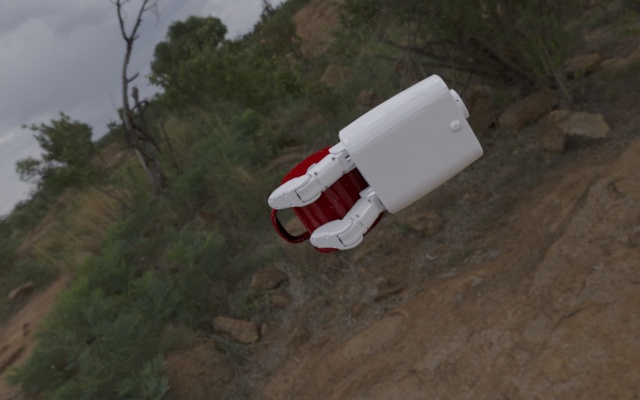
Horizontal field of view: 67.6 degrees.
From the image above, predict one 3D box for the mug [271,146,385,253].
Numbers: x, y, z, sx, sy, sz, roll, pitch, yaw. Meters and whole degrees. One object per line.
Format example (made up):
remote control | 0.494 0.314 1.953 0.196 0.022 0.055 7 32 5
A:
mug | -0.001 0.002 0.516 0.117 0.081 0.093 -31 20 12
